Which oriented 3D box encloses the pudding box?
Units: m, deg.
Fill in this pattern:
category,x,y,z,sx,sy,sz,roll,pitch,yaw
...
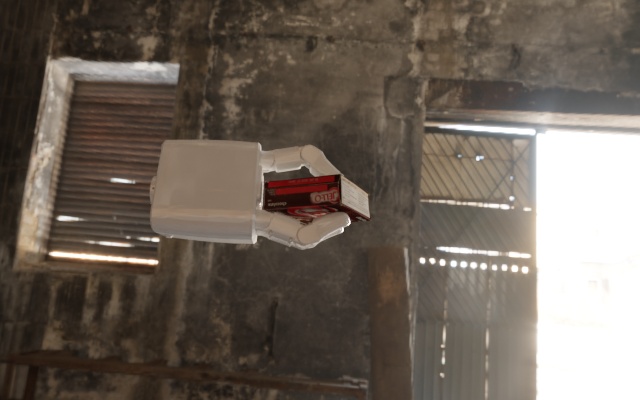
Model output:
category,x,y,z,sx,sy,sz,roll,pitch,yaw
pudding box,0.000,0.002,0.546,0.090,0.039,0.113,-4,-10,22
